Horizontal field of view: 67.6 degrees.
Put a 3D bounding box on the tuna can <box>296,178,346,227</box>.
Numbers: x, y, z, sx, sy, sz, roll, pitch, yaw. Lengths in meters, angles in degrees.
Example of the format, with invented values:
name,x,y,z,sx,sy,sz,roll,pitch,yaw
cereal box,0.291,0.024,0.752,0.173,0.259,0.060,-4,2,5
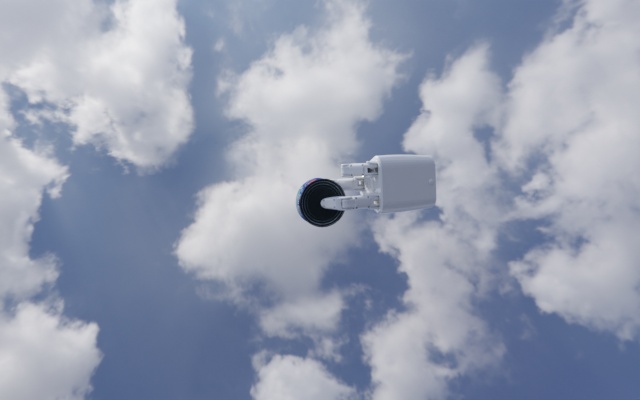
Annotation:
name,x,y,z,sx,sy,sz,roll,pitch,yaw
tuna can,0.000,0.003,0.844,0.086,0.086,0.033,0,6,-18
